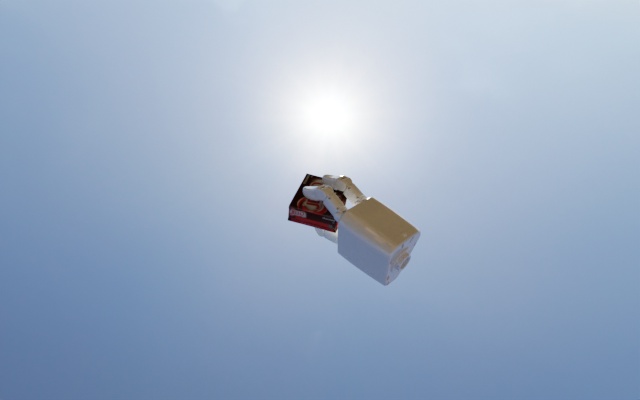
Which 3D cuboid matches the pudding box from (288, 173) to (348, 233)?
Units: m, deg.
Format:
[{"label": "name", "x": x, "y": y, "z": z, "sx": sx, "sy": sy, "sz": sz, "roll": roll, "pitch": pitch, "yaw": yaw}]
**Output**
[{"label": "pudding box", "x": 0.000, "y": 0.003, "z": 0.854, "sx": 0.090, "sy": 0.039, "sz": 0.113, "roll": 15, "pitch": 35, "yaw": 7}]
